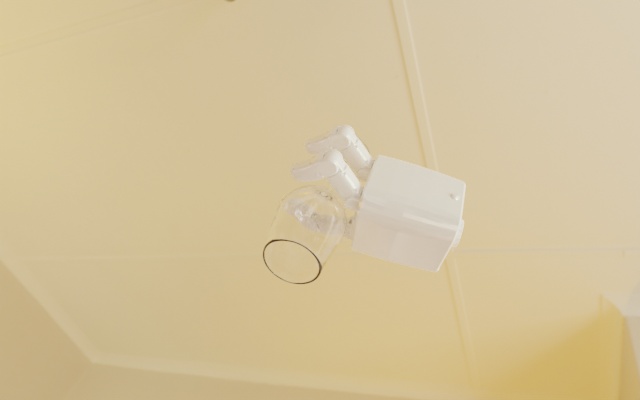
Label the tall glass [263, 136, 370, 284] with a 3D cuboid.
[{"bbox_3d":[0.000,0.001,0.546,0.079,0.079,0.201,0,37,22],"label":"tall glass"}]
